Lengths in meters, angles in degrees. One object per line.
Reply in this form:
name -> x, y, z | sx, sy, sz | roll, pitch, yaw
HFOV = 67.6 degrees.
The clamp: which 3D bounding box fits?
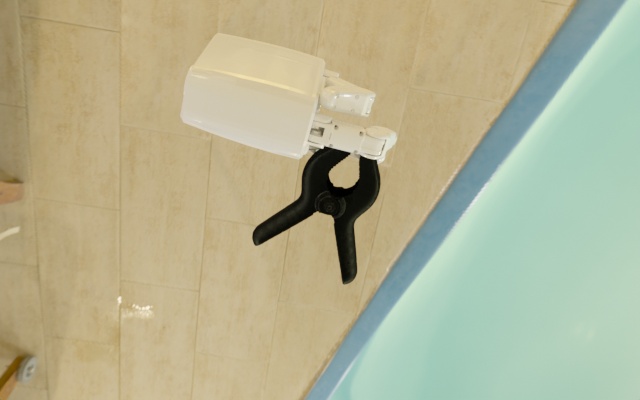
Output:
clamp -> 0.000, 0.002, 0.490 | 0.120, 0.171, 0.039 | 14, 22, -6
